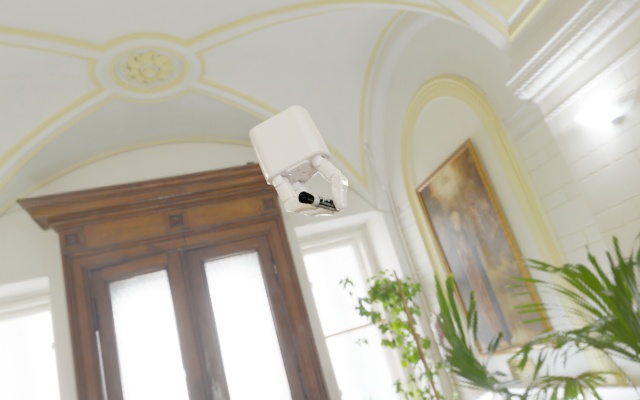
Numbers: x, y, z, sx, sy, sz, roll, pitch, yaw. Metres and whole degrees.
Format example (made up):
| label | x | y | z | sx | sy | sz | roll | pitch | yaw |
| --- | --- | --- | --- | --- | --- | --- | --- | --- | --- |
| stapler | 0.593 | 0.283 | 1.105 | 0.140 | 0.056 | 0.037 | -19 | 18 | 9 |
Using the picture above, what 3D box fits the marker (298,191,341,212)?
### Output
| label | x | y | z | sx | sy | sz | roll | pitch | yaw |
| --- | --- | --- | --- | --- | --- | --- | --- | --- | --- |
| marker | 0.000 | 0.003 | 0.761 | 0.020 | 0.020 | 0.121 | 0 | -8 | 29 |
